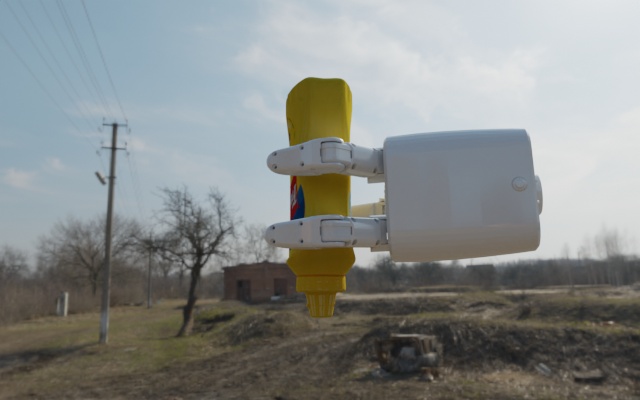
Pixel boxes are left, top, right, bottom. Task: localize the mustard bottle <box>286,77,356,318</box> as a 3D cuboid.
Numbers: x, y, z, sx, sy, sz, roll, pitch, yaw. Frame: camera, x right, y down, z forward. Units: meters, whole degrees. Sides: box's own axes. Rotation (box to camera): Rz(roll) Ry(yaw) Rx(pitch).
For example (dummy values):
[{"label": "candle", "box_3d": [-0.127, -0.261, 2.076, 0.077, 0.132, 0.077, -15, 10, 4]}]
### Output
[{"label": "mustard bottle", "box_3d": [0.000, 0.001, 0.408, 0.058, 0.191, 0.096, 1, -10, -9]}]
